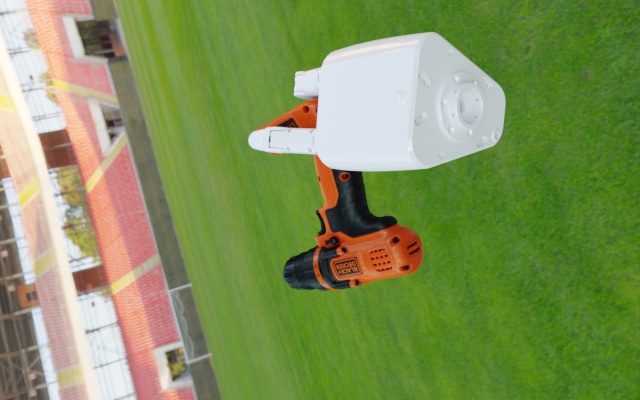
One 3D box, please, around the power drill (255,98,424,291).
[{"bbox_3d":[0.000,0.001,0.490,0.184,0.187,0.057,-20,4,44],"label":"power drill"}]
